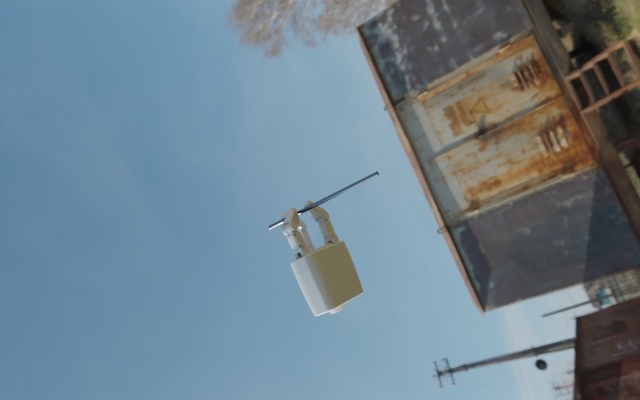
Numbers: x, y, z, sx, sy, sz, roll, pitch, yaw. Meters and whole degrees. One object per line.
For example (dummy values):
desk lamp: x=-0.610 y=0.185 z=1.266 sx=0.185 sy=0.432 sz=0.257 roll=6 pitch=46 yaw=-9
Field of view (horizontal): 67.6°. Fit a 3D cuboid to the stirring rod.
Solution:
stirring rod: x=0.000 y=0.003 z=0.858 sx=0.239 sy=0.011 sz=0.011 roll=-27 pitch=-13 yaw=26
